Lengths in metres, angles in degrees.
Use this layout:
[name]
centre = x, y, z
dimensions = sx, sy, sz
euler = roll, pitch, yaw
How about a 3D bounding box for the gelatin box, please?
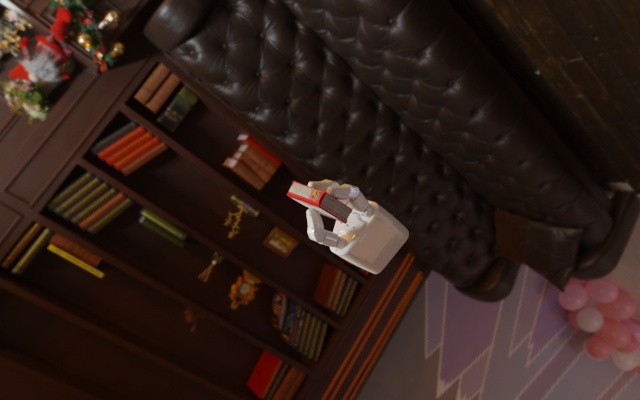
[gelatin box]
centre = 0.000, 0.003, 0.791
dimensions = 0.073, 0.030, 0.089
euler = 21, -7, 40
